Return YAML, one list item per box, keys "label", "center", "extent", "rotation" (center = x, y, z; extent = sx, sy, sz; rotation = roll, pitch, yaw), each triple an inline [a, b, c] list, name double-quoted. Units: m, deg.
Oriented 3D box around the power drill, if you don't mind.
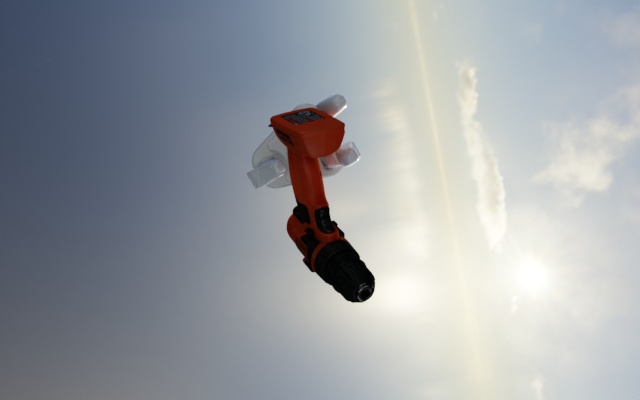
- label: "power drill"
  center: [0.000, 0.001, 0.529]
  extent: [0.057, 0.188, 0.184]
  rotation: [-16, 27, -21]
